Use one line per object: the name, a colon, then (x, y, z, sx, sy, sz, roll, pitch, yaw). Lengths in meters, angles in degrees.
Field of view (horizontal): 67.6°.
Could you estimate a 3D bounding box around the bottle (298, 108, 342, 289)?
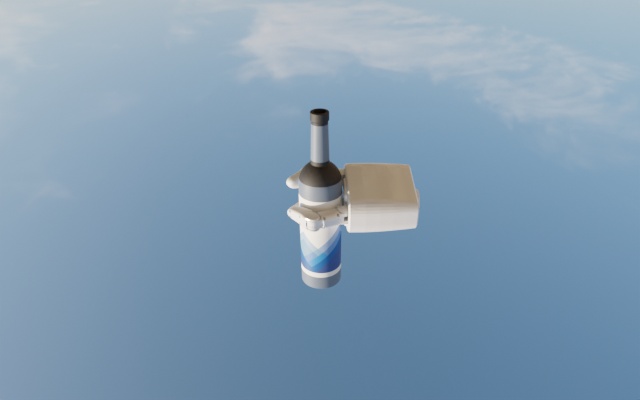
bottle: (0.000, 0.003, 0.742, 0.069, 0.296, 0.069, 0, 30, 0)
